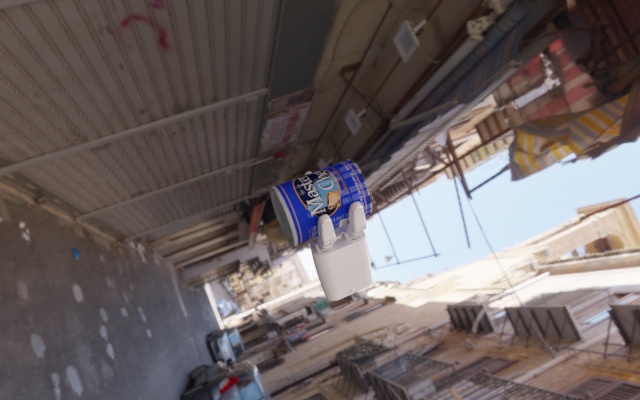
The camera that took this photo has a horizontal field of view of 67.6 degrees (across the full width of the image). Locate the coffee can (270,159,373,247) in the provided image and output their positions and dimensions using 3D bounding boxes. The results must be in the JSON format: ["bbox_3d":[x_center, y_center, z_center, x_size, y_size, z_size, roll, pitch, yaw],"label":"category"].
[{"bbox_3d":[0.000,0.002,0.786,0.140,0.103,0.103,-21,5,-13],"label":"coffee can"}]
